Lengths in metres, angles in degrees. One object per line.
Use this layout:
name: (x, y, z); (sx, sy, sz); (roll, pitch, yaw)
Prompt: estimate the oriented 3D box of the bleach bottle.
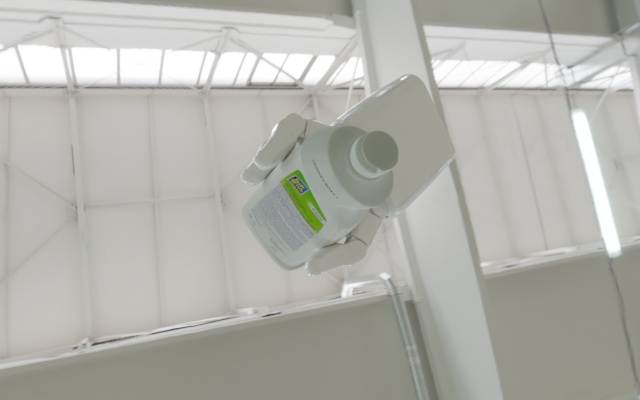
bleach bottle: (0.000, 0.001, 0.438); (0.068, 0.102, 0.251); (-40, 4, -26)
